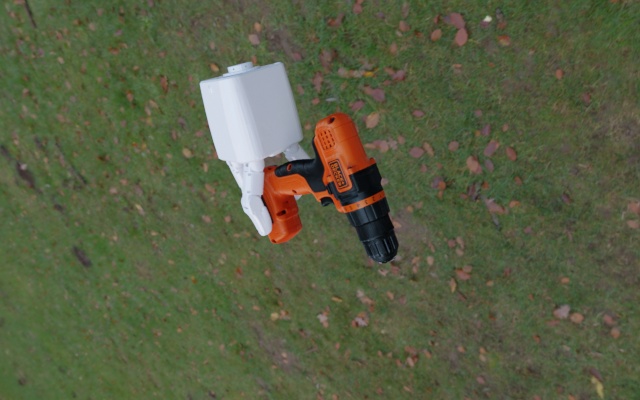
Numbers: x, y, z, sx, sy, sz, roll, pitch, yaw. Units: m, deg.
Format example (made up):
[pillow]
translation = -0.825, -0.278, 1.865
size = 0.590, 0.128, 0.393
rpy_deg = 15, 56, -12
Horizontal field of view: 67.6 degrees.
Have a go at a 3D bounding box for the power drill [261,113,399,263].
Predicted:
[power drill]
translation = 0.000, 0.002, 0.605
size = 0.188, 0.184, 0.057
rpy_deg = -18, 4, 43
